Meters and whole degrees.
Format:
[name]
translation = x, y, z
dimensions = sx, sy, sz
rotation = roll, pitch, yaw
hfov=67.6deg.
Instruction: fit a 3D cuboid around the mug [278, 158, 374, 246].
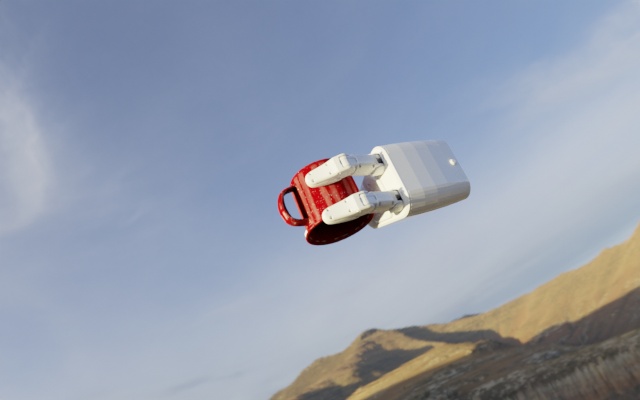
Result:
[mug]
translation = -0.001, 0.002, 0.609
dimensions = 0.117, 0.081, 0.093
rotation = -10, -29, -26
